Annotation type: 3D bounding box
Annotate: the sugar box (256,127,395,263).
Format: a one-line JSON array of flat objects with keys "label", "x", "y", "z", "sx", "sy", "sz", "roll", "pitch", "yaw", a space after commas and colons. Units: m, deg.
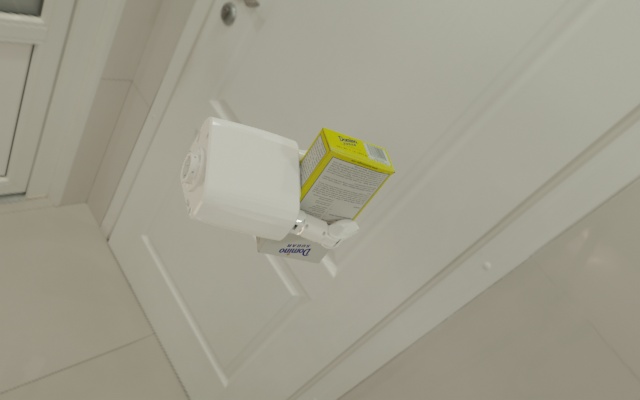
[{"label": "sugar box", "x": 0.000, "y": 0.001, "z": 0.573, "sx": 0.093, "sy": 0.048, "sz": 0.176, "roll": 15, "pitch": -49, "yaw": -30}]
